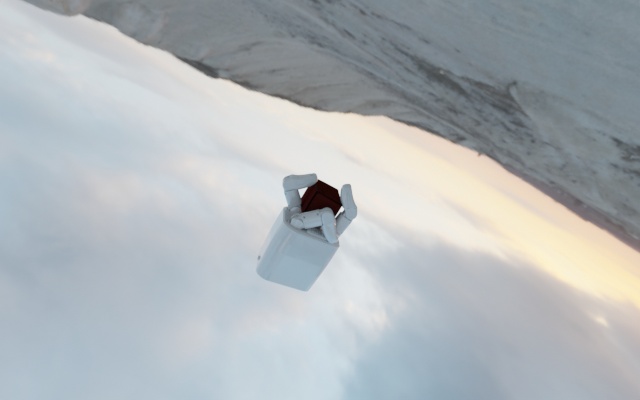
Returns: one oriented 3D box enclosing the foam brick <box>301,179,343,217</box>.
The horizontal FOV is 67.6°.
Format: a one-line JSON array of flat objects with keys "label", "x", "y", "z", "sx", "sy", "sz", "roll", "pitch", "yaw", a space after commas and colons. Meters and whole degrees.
[{"label": "foam brick", "x": 0.000, "y": 0.003, "z": 0.821, "sx": 0.053, "sy": 0.051, "sz": 0.078, "roll": 28, "pitch": 16, "yaw": -13}]
